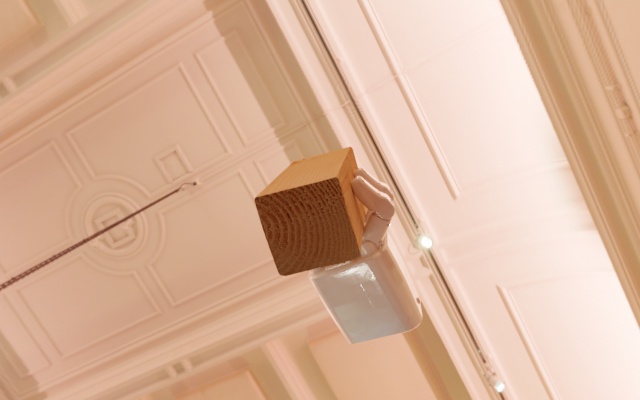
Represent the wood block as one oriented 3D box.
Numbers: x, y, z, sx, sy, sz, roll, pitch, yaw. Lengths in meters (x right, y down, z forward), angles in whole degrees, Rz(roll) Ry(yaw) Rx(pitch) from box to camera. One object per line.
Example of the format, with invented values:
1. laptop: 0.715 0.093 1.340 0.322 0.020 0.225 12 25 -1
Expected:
1. wood block: 0.000 0.002 0.575 0.091 0.090 0.206 -15 12 11
